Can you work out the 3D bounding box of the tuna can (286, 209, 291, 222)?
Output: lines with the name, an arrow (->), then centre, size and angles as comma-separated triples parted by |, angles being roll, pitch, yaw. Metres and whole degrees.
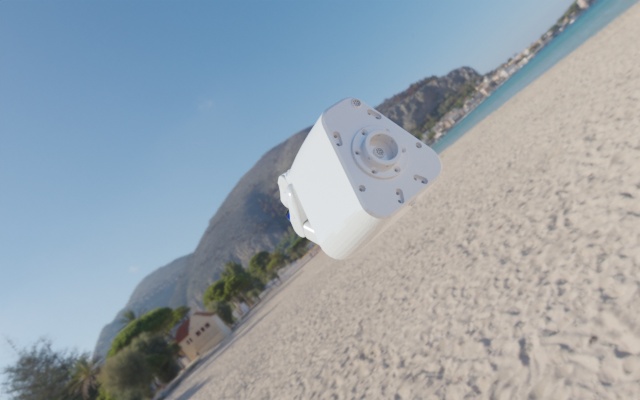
tuna can -> 0.000, 0.001, 0.570 | 0.086, 0.033, 0.086 | -43, -9, -8
